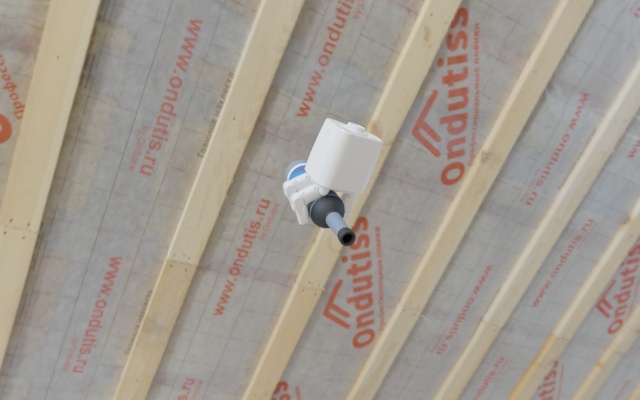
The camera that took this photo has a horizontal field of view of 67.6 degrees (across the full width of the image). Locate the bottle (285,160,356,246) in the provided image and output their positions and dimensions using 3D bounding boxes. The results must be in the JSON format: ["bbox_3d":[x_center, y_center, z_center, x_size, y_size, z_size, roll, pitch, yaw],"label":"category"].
[{"bbox_3d":[0.000,0.003,0.894,0.069,0.069,0.295,0,24,-19],"label":"bottle"}]
